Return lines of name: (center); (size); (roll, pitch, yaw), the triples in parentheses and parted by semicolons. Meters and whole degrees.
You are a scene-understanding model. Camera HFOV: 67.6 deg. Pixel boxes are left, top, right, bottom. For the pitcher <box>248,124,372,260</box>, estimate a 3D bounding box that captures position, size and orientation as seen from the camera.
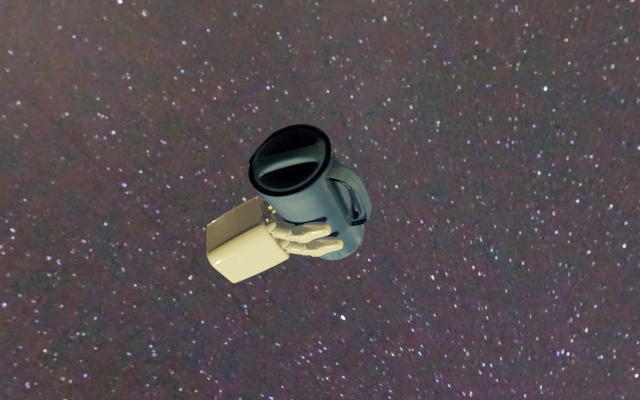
pitcher: (0.000, 0.003, 0.781); (0.145, 0.149, 0.243); (-28, -39, 3)
